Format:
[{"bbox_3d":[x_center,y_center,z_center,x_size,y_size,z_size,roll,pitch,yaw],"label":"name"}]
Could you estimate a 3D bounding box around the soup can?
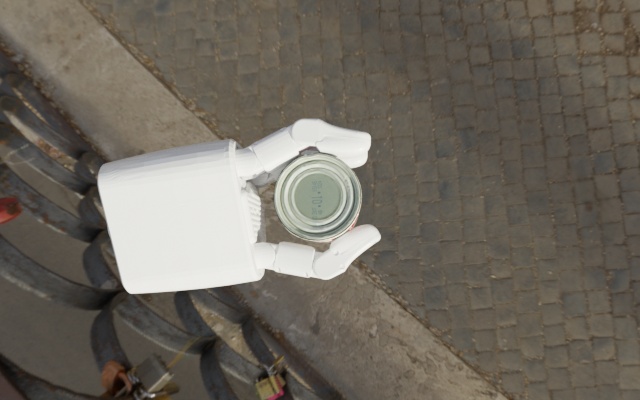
[{"bbox_3d":[0.001,0.001,0.402,0.068,0.068,0.102,0,-5,3],"label":"soup can"}]
